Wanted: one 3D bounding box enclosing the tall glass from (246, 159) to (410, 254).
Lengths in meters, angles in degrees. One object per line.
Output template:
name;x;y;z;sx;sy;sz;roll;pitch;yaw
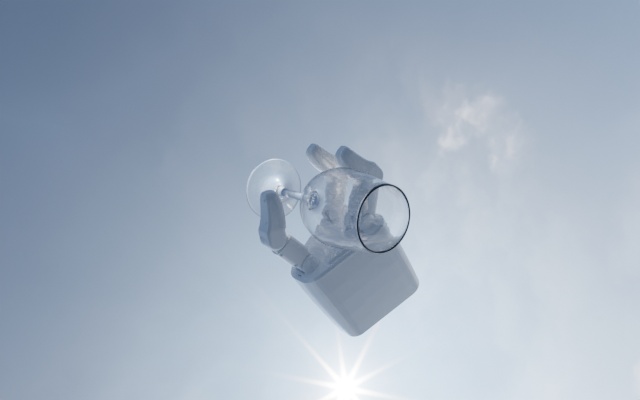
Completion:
tall glass;0.000;0.001;0.492;0.079;0.079;0.201;0;8;-34
